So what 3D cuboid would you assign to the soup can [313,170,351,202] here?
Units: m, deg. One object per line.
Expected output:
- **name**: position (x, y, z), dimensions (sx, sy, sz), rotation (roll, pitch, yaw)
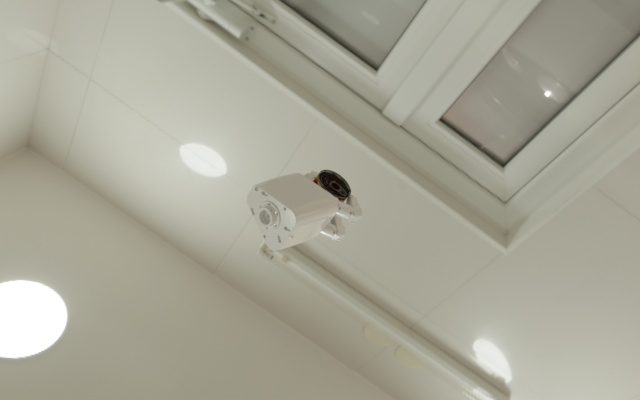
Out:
- **soup can**: position (0.000, 0.003, 0.872), dimensions (0.068, 0.068, 0.102), rotation (0, -41, -42)
